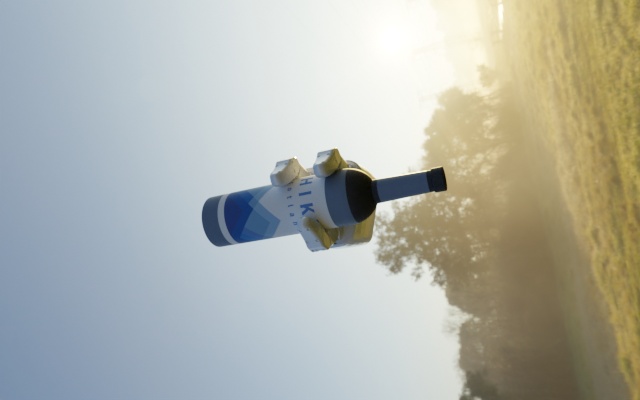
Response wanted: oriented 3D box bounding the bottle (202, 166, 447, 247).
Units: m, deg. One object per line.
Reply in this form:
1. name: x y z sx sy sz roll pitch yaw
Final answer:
1. bottle: 0.000 0.002 0.571 0.296 0.069 0.069 -11 -4 20
